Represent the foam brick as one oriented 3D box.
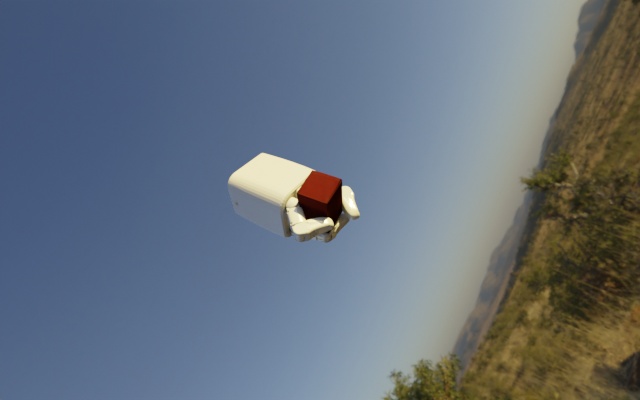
[{"bbox_3d":[0.000,0.002,0.727,0.051,0.053,0.078,21,-35,19],"label":"foam brick"}]
